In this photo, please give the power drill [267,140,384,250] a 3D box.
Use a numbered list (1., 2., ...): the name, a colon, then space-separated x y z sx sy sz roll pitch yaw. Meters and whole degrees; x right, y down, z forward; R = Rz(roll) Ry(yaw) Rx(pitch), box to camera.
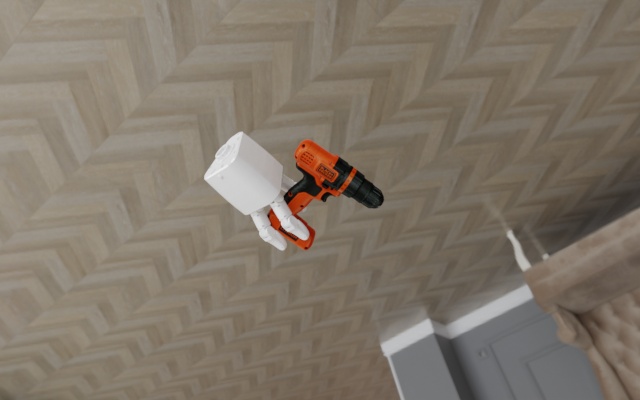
1. power drill: 0.000 0.003 0.893 0.184 0.188 0.057 35 25 -4
